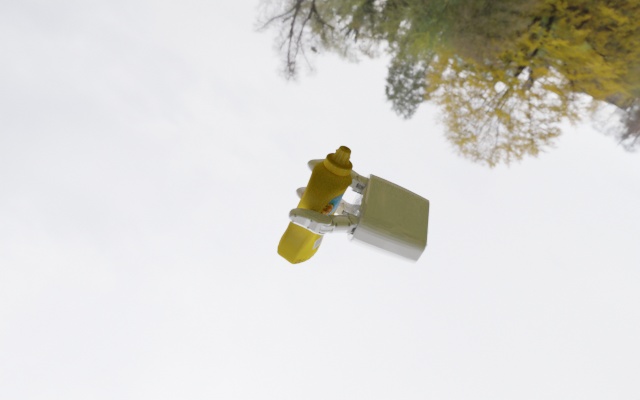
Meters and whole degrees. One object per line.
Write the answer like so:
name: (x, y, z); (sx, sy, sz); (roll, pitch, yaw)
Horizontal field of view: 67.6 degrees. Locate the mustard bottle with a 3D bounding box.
mustard bottle: (0.000, 0.002, 0.704); (0.058, 0.192, 0.096); (35, 33, 13)
